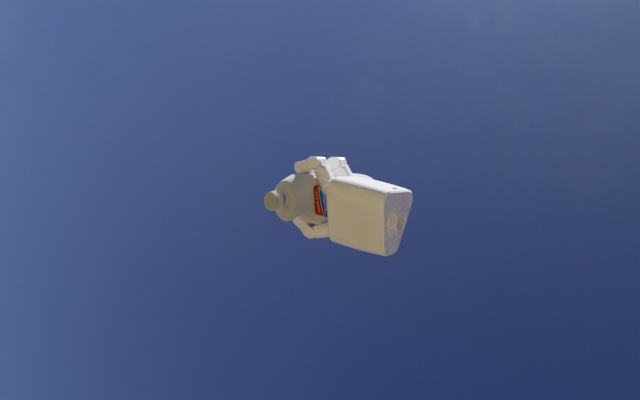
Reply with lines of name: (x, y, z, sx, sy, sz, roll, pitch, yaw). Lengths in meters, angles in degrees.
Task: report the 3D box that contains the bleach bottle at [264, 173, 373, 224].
bleach bottle: (0.000, 0.003, 0.831, 0.068, 0.102, 0.251, 16, 13, 37)
